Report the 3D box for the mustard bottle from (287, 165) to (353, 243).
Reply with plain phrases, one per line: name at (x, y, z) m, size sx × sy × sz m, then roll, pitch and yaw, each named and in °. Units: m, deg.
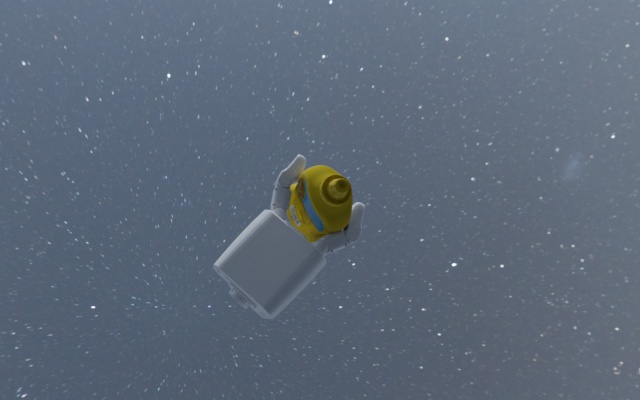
mustard bottle at (0.000, 0.002, 0.674) m, size 0.058 × 0.096 × 0.192 m, roll -19°, pitch -6°, yaw -19°
